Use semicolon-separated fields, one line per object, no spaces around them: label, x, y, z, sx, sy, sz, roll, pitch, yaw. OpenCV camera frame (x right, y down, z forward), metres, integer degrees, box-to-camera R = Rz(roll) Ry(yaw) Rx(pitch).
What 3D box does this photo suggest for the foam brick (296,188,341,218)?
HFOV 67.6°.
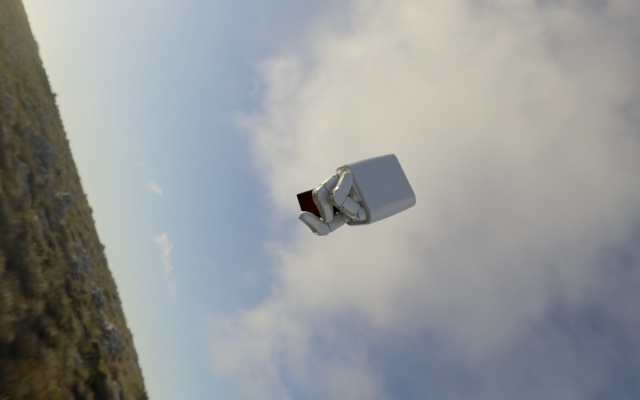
foam brick;0.000;0.003;0.860;0.051;0.053;0.078;-18;3;-26
